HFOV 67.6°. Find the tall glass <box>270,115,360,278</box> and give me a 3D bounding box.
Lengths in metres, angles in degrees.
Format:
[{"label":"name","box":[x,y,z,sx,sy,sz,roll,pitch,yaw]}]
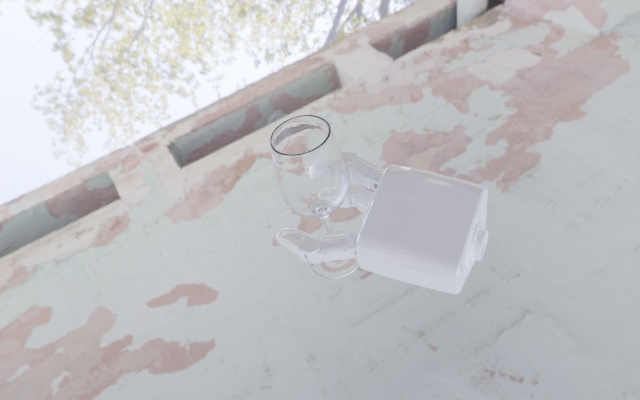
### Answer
[{"label":"tall glass","box":[0.000,0.002,0.539,0.079,0.079,0.201,0,-42,16]}]
